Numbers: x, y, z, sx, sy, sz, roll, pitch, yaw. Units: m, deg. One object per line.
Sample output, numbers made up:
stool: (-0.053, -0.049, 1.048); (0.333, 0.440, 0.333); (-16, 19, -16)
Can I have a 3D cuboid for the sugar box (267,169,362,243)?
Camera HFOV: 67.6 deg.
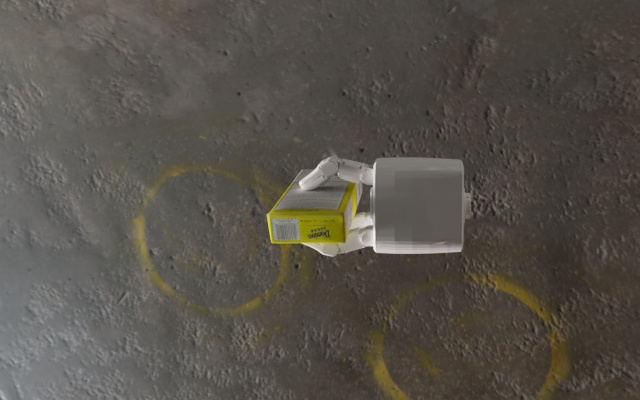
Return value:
sugar box: (0.000, 0.003, 0.632); (0.093, 0.048, 0.176); (0, 18, 13)
